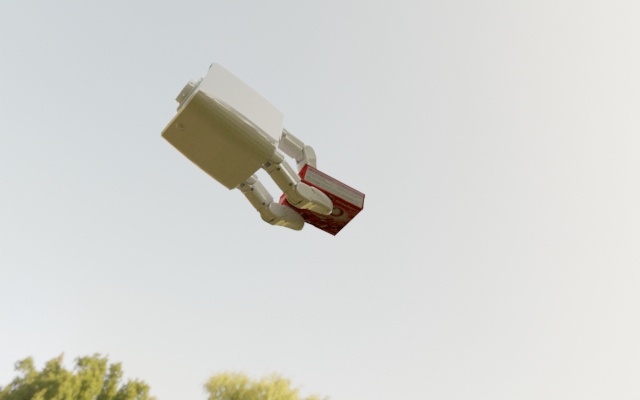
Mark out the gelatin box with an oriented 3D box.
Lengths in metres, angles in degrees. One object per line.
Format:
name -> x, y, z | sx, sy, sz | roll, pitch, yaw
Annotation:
gelatin box -> 0.000, 0.002, 0.604 | 0.089, 0.030, 0.073 | 26, -41, -14
